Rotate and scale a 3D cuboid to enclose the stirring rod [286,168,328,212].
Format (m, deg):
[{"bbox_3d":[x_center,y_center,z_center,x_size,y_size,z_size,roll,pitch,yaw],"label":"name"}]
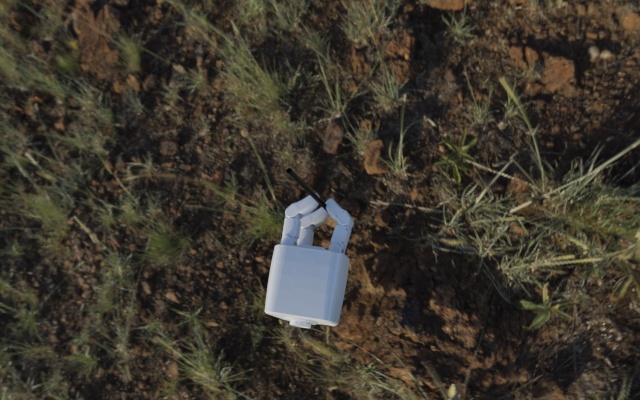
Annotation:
[{"bbox_3d":[0.000,0.003,0.756,0.011,0.011,0.240,0,-21,23],"label":"stirring rod"}]
